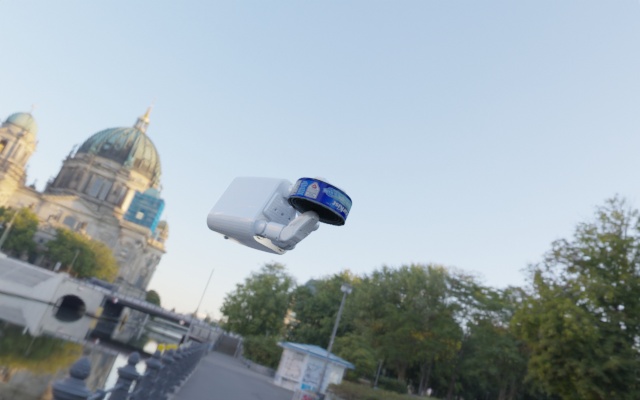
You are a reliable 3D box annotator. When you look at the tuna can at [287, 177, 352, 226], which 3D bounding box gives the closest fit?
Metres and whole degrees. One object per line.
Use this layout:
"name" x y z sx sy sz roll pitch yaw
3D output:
"tuna can" 0.000 0.002 0.658 0.086 0.033 0.086 22 -16 7
